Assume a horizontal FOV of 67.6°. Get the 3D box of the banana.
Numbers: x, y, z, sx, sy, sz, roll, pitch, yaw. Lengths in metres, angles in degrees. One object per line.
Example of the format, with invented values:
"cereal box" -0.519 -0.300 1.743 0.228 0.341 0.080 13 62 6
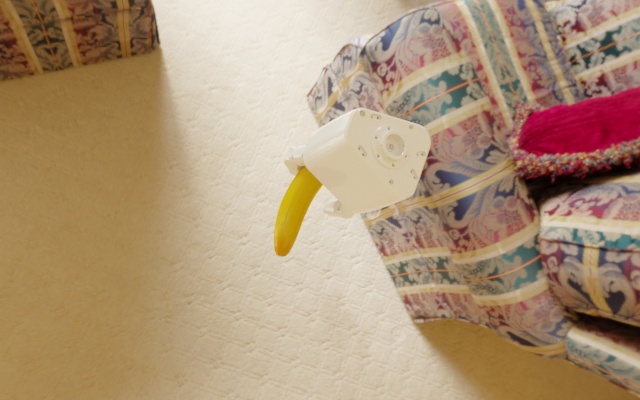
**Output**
"banana" -0.009 -0.014 0.648 0.197 0.070 0.037 -48 21 -26
